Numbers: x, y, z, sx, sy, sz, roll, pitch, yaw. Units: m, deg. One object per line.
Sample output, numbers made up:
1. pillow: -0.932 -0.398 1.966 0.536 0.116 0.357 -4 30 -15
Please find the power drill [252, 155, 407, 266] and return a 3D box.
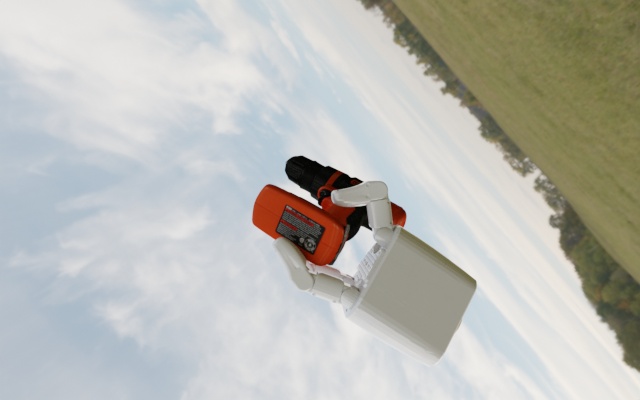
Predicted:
1. power drill: 0.000 0.002 0.579 0.184 0.057 0.187 28 23 19
